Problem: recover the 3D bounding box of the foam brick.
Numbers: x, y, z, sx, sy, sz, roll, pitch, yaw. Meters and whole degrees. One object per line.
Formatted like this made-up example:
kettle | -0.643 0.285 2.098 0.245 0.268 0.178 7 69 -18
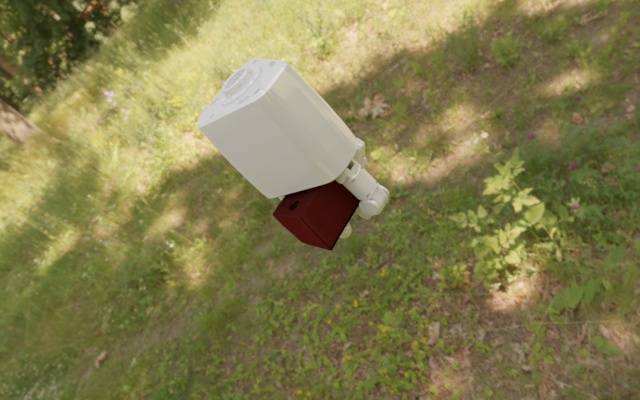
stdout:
foam brick | 0.000 0.002 0.482 0.053 0.078 0.051 5 -33 52
